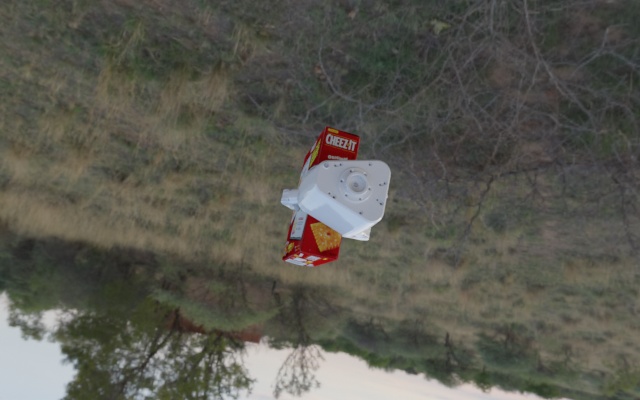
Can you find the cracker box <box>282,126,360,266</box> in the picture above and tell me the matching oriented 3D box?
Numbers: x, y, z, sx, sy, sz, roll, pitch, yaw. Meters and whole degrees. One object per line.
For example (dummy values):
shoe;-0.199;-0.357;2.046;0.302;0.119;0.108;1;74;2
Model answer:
cracker box;0.000;0.003;0.835;0.072;0.213;0.164;15;-16;-11
